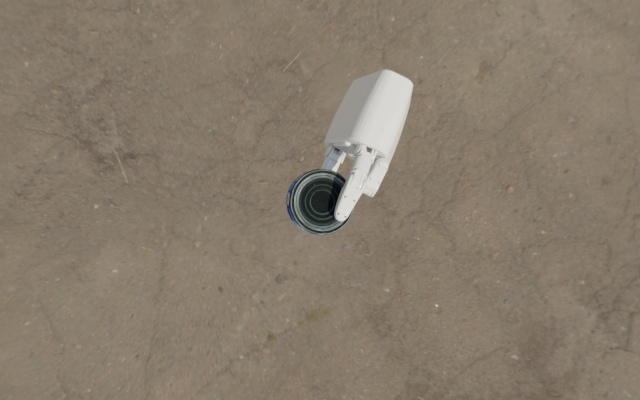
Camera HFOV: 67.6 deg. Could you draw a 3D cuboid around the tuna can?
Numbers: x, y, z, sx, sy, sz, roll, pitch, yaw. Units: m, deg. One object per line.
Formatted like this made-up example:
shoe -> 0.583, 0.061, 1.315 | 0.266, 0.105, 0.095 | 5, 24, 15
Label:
tuna can -> 0.000, 0.002, 0.617 | 0.086, 0.086, 0.034 | 0, 0, -11
